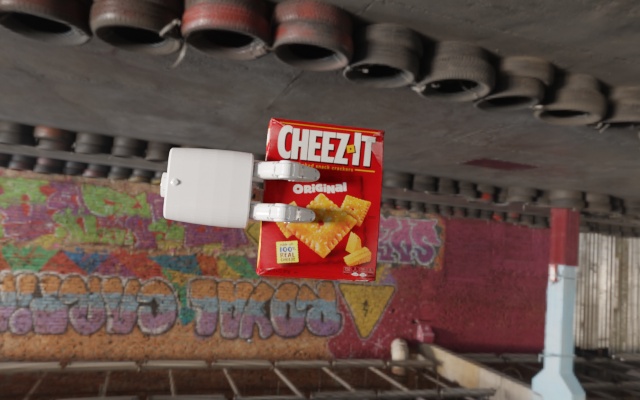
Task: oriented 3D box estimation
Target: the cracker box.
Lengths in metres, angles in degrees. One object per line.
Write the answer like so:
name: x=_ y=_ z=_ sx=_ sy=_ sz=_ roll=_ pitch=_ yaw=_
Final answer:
cracker box: x=0.000 y=0.002 z=0.671 sx=0.164 sy=0.213 sz=0.072 roll=5 pitch=-5 yaw=-9
